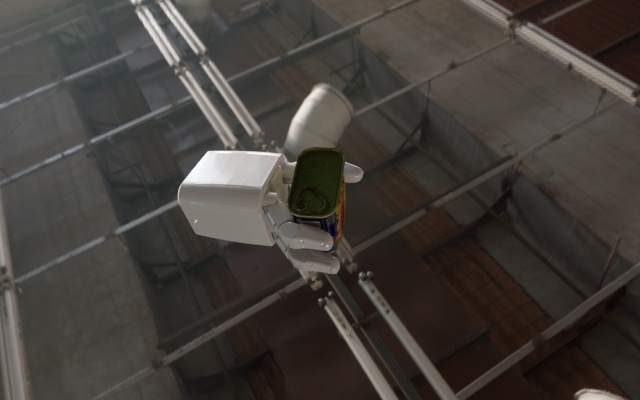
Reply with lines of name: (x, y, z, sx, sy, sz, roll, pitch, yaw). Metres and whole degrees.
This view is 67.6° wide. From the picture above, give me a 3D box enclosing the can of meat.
can of meat: (0.000, 0.002, 0.571, 0.057, 0.102, 0.084, 3, -37, 9)
